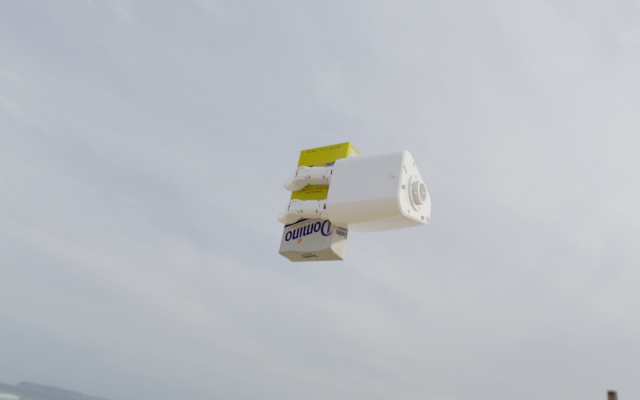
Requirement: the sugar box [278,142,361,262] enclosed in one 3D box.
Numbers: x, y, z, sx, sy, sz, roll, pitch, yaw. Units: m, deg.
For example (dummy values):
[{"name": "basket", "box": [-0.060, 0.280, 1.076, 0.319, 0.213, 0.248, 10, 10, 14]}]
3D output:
[{"name": "sugar box", "box": [0.000, 0.002, 0.714, 0.093, 0.176, 0.048, -7, -33, 33]}]
